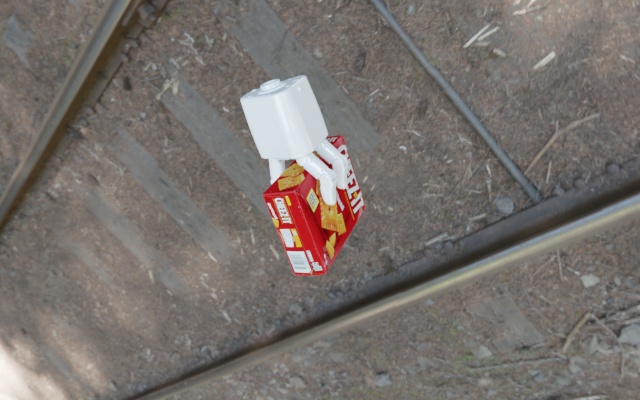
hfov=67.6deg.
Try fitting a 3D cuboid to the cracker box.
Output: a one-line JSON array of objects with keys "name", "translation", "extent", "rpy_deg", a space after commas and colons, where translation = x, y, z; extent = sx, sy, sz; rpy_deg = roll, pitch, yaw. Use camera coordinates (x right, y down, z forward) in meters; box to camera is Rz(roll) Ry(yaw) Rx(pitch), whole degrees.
[{"name": "cracker box", "translation": [0.000, 0.003, 0.841], "extent": [0.072, 0.164, 0.213], "rpy_deg": [-4, 29, 29]}]
